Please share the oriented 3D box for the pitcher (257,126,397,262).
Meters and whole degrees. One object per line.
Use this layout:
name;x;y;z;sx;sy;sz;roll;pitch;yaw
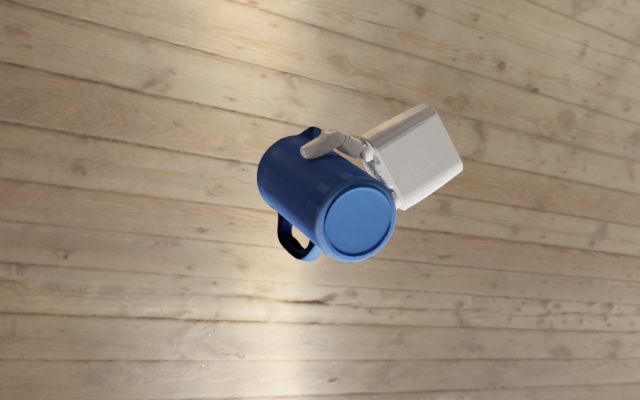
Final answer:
pitcher;0.000;0.002;0.667;0.145;0.149;0.242;-30;25;-10
